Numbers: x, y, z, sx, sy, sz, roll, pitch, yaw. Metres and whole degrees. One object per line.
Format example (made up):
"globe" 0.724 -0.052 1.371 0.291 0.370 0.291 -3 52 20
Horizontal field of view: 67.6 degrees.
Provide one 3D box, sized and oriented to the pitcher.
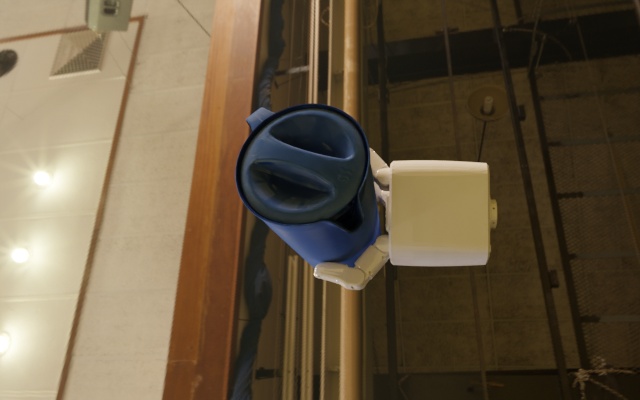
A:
"pitcher" 0.000 0.002 0.559 0.145 0.149 0.243 0 -24 14
